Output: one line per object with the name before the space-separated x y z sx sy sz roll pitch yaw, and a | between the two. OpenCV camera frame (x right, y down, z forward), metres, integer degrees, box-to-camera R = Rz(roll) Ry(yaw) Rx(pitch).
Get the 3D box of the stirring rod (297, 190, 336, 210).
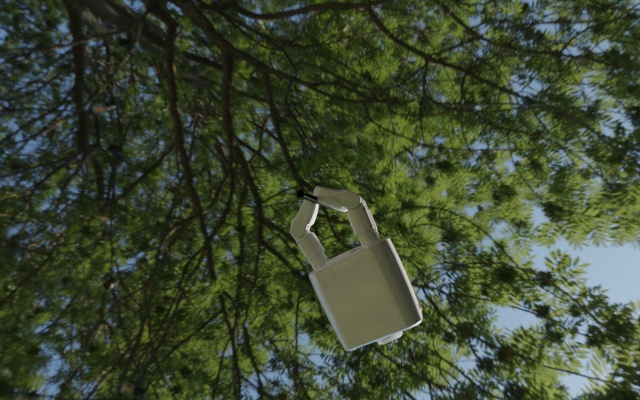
stirring rod | 0.000 0.002 0.624 0.011 0.011 0.239 0 -4 10
